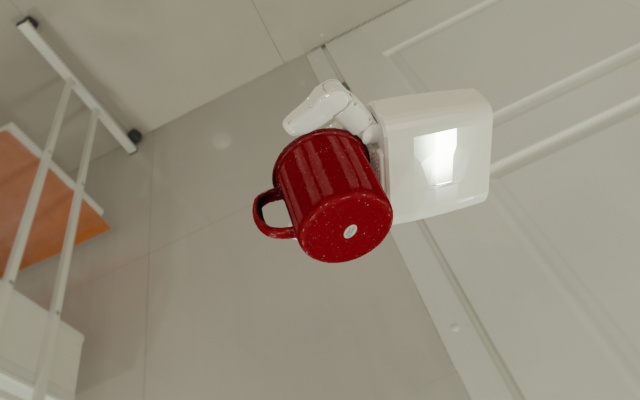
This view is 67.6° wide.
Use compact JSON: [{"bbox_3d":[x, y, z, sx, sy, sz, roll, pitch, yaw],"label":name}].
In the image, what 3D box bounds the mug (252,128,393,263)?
[{"bbox_3d":[-0.001,0.002,0.407,0.117,0.093,0.081,-13,44,-9],"label":"mug"}]
